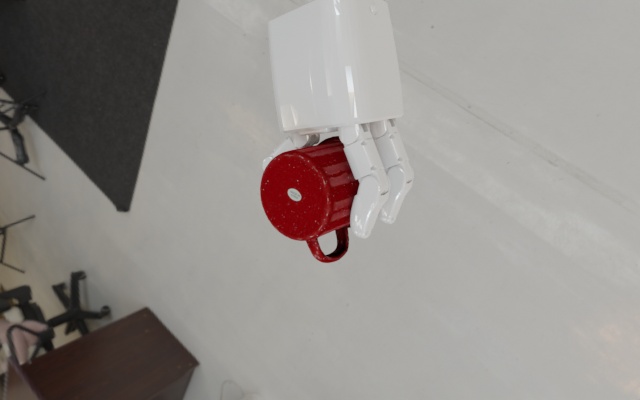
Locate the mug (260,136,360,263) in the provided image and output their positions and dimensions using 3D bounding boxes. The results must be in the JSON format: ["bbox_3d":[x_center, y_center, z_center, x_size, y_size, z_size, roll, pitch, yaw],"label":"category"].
[{"bbox_3d":[0.000,0.003,0.449,0.093,0.117,0.081,-3,10,36],"label":"mug"}]
